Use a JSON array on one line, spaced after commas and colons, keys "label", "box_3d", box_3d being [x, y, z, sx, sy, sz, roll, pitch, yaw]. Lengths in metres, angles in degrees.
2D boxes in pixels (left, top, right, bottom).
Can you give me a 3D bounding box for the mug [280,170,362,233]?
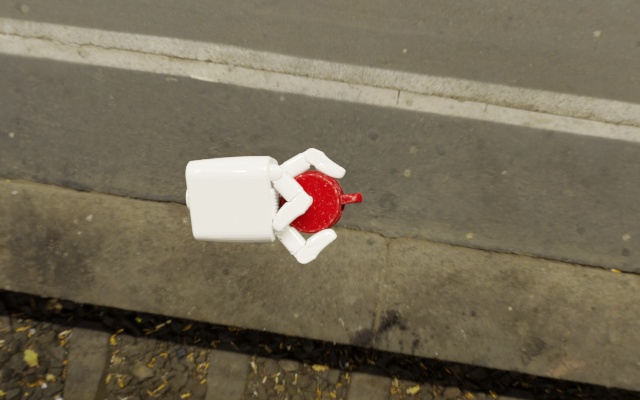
[{"label": "mug", "box_3d": [0.002, 0.002, 0.668, 0.117, 0.093, 0.081, -3, 1, 3]}]
